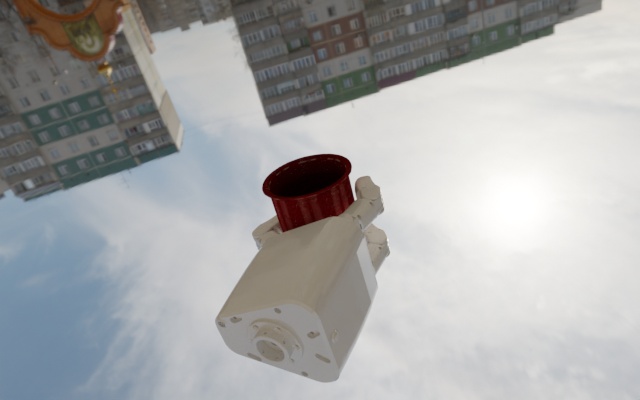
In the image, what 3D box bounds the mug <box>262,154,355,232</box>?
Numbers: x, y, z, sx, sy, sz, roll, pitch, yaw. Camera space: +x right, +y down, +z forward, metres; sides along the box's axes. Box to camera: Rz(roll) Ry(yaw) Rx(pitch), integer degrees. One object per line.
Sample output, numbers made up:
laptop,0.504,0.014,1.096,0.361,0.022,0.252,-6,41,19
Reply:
mug,0.001,0.001,0.507,0.093,0.081,0.117,0,32,26
